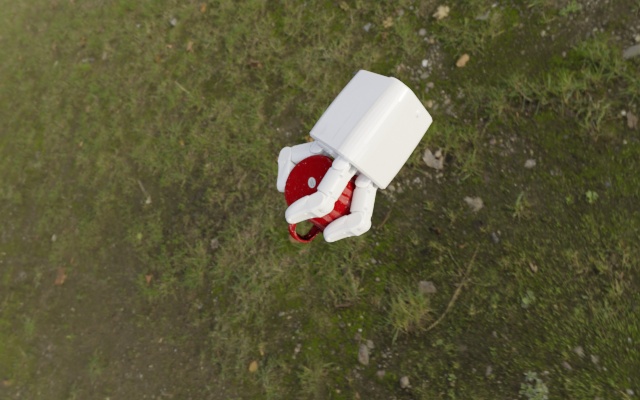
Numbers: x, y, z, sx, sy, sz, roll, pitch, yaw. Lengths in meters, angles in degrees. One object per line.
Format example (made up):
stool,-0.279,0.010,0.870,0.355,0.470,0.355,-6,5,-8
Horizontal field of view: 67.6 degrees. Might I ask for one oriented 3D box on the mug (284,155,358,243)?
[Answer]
mug,-0.001,0.003,0.616,0.093,0.117,0.081,40,4,39
